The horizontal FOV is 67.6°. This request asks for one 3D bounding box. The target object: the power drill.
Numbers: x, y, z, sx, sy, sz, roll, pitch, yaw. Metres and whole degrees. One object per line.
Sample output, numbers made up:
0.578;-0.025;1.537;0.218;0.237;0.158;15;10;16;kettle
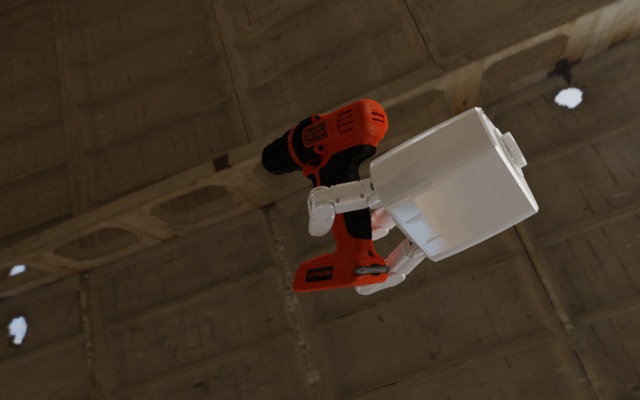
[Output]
0.000;0.002;0.516;0.057;0.187;0.184;2;-12;-41;power drill
